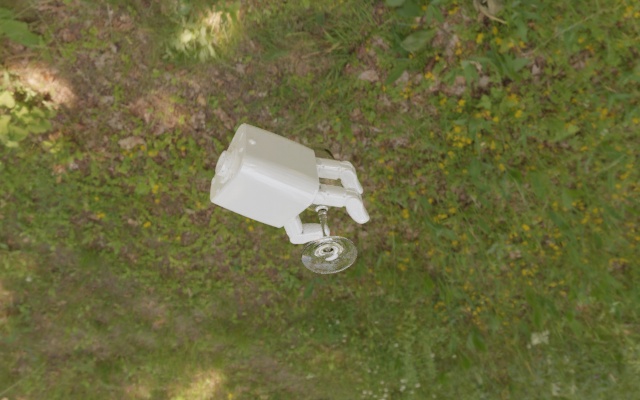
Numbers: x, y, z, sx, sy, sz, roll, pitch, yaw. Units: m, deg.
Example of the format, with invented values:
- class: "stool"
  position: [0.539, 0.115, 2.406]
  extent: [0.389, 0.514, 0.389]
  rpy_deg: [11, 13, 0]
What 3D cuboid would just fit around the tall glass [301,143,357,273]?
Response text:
- class: "tall glass"
  position: [0.000, 0.003, 0.687]
  extent: [0.079, 0.079, 0.200]
  rpy_deg: [0, 44, -9]
